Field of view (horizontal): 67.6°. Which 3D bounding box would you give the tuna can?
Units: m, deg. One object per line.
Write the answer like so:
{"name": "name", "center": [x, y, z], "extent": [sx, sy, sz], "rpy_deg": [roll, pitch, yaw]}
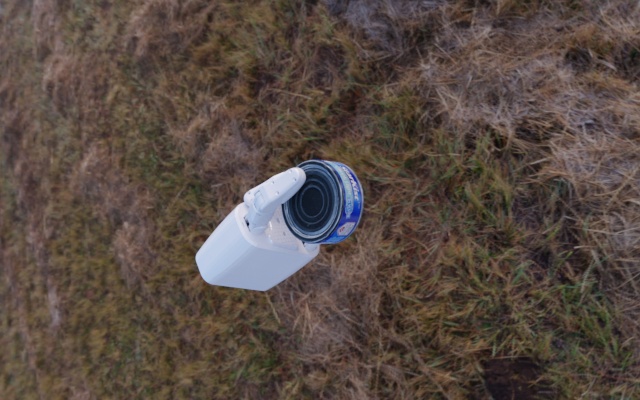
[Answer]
{"name": "tuna can", "center": [0.000, 0.002, 0.485], "extent": [0.086, 0.086, 0.034], "rpy_deg": [0, -2, 41]}
